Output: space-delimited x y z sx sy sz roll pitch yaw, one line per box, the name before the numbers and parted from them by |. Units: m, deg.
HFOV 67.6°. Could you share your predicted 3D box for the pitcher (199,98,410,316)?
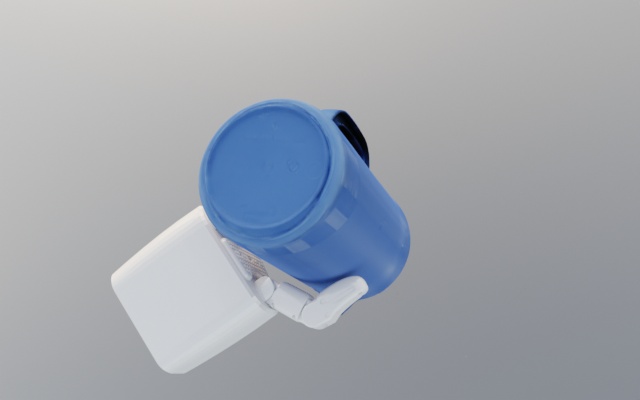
pitcher | 0.000 0.002 0.426 0.145 0.149 0.243 -36 -24 4
